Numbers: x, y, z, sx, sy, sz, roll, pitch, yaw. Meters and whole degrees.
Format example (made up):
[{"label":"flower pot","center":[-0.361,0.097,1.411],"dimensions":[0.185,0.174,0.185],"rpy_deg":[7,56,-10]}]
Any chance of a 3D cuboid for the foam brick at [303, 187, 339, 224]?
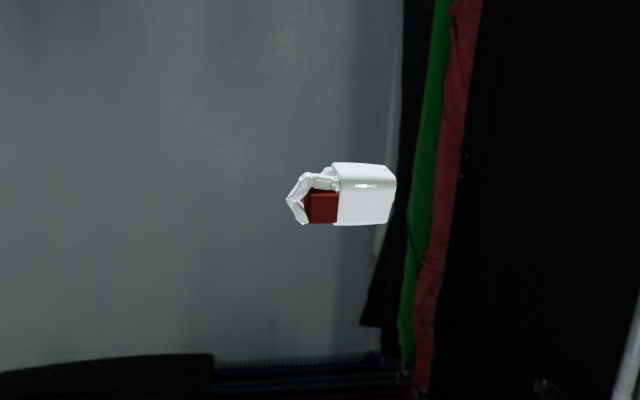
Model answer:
[{"label":"foam brick","center":[0.000,0.003,0.860],"dimensions":[0.051,0.053,0.078],"rpy_deg":[1,22,-11]}]
